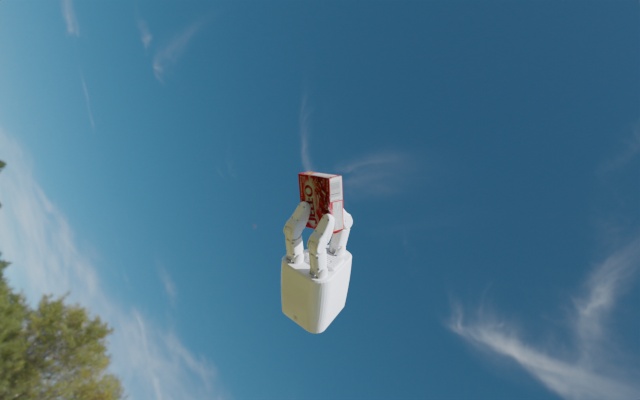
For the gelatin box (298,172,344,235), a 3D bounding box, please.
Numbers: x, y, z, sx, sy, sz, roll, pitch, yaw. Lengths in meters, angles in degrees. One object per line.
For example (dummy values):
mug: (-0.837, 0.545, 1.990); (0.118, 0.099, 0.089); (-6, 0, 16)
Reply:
gelatin box: (0.000, 0.002, 0.746); (0.030, 0.089, 0.073); (-14, 17, -40)
